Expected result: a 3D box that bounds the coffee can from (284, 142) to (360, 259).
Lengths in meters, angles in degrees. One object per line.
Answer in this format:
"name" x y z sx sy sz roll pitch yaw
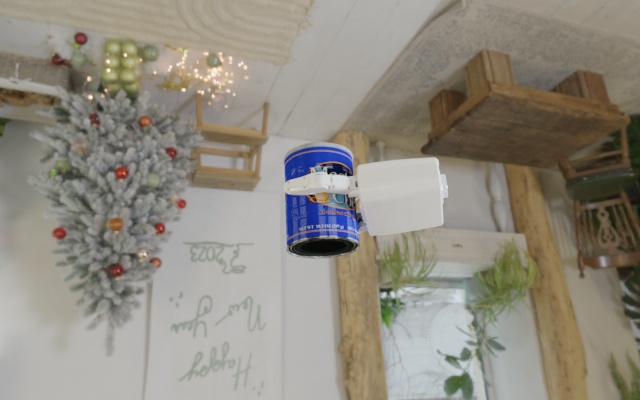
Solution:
"coffee can" 0.000 0.002 0.682 0.103 0.140 0.103 -3 -21 -1
